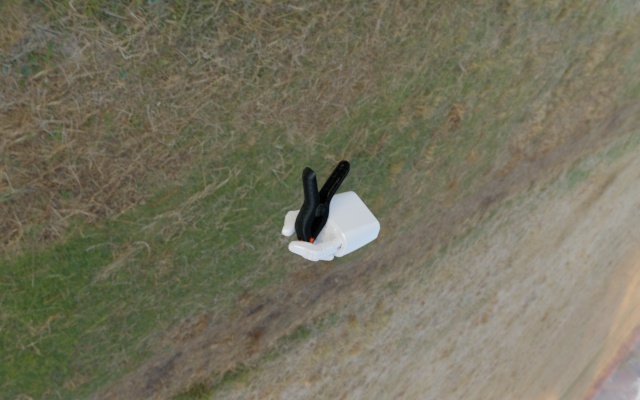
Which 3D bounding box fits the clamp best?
[{"bbox_3d":[0.000,0.003,0.862,0.120,0.172,0.039,-19,46,-40],"label":"clamp"}]
